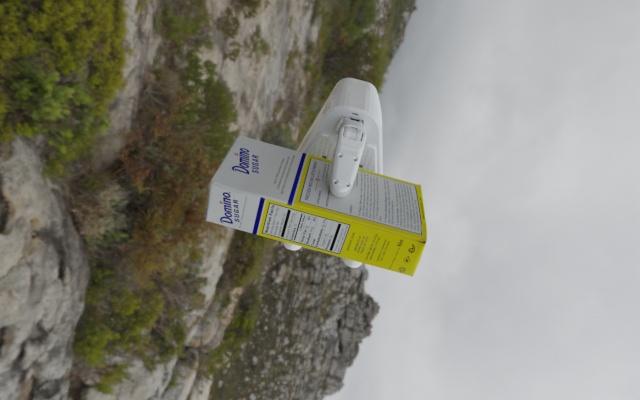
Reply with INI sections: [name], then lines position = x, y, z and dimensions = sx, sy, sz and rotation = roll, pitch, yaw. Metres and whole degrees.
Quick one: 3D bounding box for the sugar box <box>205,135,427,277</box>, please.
[sugar box]
position = 0.000, 0.002, 0.412
dimensions = 0.176, 0.048, 0.093
rotation = 14, 31, -1
